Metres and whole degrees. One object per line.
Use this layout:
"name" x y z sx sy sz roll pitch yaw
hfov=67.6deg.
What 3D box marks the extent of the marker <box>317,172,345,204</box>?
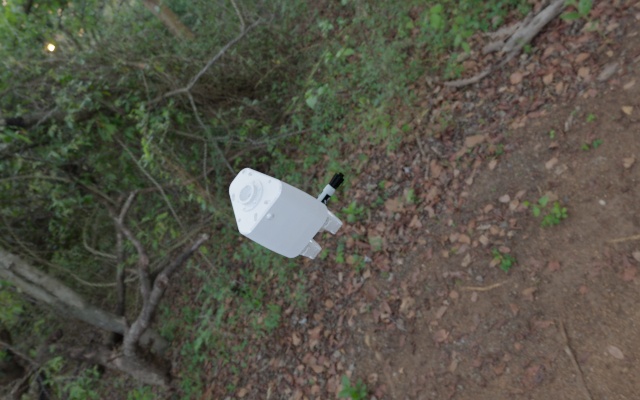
"marker" 0.000 0.003 0.805 0.020 0.121 0.020 37 6 -5
